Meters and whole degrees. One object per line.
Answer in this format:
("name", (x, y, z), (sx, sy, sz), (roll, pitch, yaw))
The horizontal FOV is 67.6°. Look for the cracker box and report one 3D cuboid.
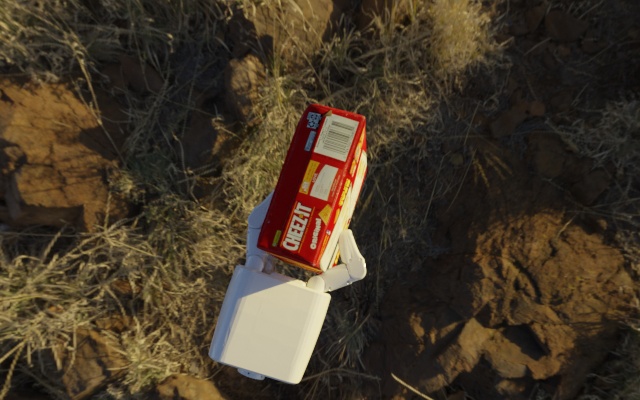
("cracker box", (0.000, 0.002, 0.580), (0.072, 0.164, 0.214), (17, -10, 9))
